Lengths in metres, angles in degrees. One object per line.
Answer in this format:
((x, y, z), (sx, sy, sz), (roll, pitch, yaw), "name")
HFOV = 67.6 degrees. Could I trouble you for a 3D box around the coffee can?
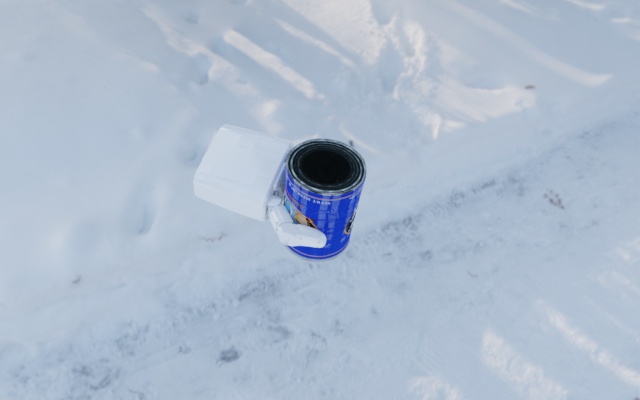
((0.000, 0.002, 0.649), (0.103, 0.102, 0.140), (0, -42, -9), "coffee can")
